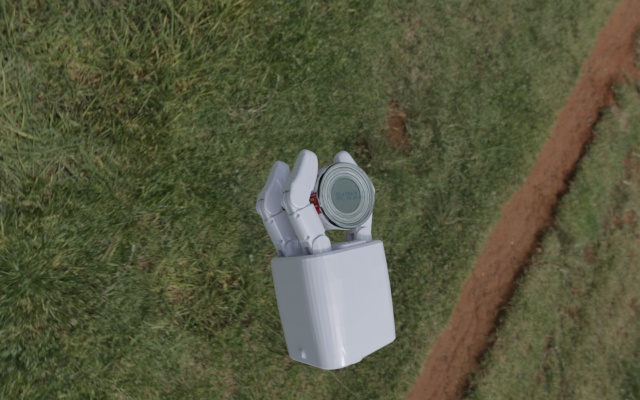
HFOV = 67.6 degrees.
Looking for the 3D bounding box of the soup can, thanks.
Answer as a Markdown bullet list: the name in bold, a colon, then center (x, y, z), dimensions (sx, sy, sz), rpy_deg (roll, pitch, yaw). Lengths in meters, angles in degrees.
- **soup can**: center (0.000, 0.001, 0.500), dimensions (0.068, 0.068, 0.102), rpy_deg (0, -7, -32)
